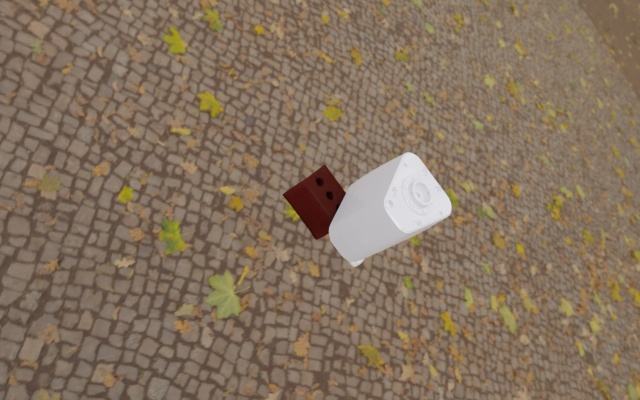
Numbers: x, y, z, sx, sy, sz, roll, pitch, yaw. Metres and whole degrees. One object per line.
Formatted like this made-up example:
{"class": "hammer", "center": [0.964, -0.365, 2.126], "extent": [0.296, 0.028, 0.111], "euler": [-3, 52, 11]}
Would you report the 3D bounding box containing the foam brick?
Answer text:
{"class": "foam brick", "center": [0.000, 0.002, 0.638], "extent": [0.053, 0.078, 0.051], "euler": [-40, 4, -40]}
